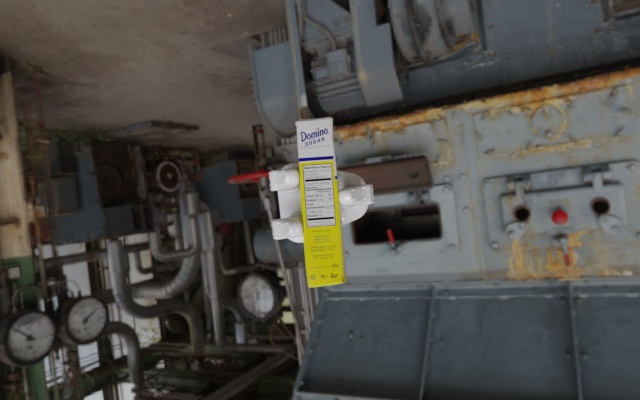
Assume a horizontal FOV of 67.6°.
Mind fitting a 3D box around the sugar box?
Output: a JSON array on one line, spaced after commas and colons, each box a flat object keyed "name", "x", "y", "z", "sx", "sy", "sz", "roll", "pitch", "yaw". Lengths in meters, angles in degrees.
[{"name": "sugar box", "x": 0.000, "y": 0.002, "z": 0.538, "sx": 0.048, "sy": 0.176, "sz": 0.093, "roll": -7, "pitch": 0, "yaw": 1}]
